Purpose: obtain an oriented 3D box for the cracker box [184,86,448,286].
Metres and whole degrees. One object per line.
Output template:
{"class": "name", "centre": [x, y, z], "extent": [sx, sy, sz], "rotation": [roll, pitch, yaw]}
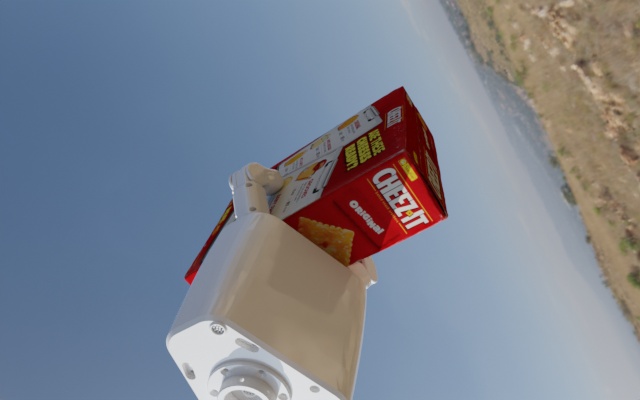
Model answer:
{"class": "cracker box", "centre": [0.000, 0.001, 0.433], "extent": [0.214, 0.072, 0.164], "rotation": [-29, 21, 22]}
